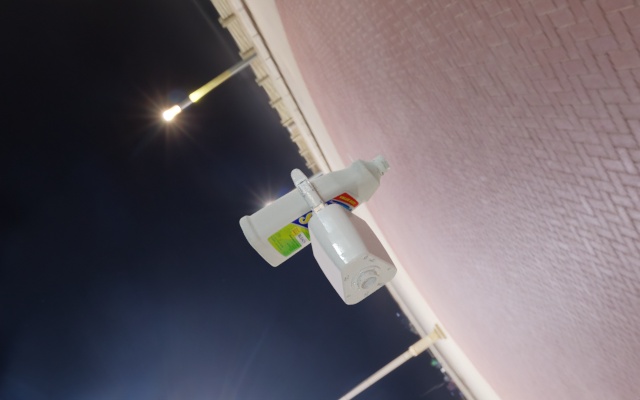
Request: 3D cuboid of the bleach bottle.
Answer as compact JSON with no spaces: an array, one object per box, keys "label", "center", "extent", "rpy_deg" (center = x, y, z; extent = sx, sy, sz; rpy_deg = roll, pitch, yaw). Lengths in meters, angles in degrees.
[{"label":"bleach bottle","center":[0.000,0.003,0.778],"extent":[0.251,0.068,0.103],"rpy_deg":[-34,-43,1]}]
